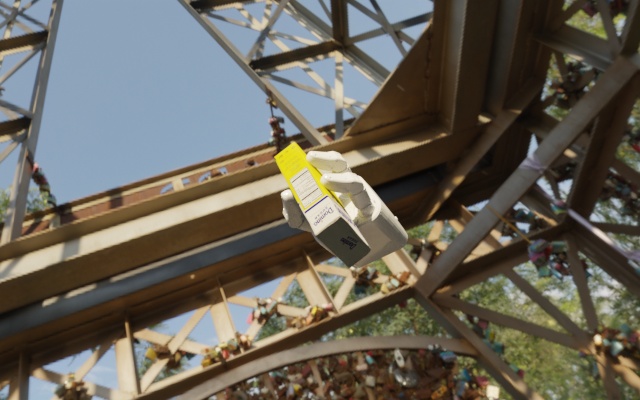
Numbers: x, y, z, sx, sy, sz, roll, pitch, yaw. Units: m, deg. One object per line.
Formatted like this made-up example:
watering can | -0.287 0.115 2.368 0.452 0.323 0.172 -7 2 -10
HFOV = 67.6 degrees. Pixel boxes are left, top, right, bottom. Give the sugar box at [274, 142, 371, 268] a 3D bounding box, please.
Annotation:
sugar box | 0.001 0.002 0.655 0.093 0.048 0.176 47 6 -44
